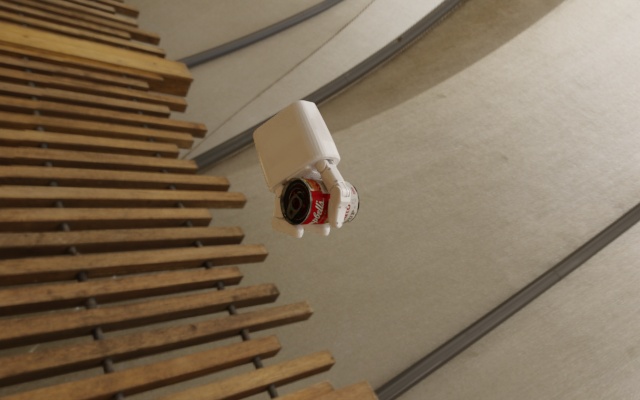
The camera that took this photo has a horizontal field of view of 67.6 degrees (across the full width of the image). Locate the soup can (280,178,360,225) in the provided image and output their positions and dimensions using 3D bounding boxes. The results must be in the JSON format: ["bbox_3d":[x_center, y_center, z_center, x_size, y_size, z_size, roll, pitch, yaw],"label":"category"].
[{"bbox_3d":[0.001,0.003,0.711,0.102,0.068,0.068,1,-1,-43],"label":"soup can"}]
